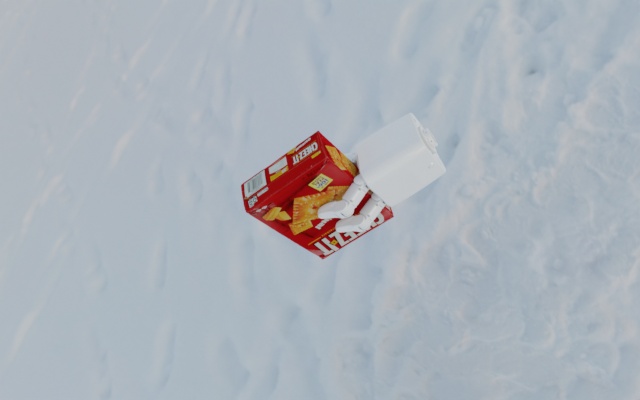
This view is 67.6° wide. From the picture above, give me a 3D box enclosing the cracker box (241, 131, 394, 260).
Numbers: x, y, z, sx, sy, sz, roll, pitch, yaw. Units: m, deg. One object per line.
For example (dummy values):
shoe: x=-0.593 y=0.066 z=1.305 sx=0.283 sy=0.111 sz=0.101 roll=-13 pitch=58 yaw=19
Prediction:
cracker box: x=0.000 y=0.002 z=0.803 sx=0.164 sy=0.072 sz=0.214 roll=-33 pitch=-43 yaw=20
